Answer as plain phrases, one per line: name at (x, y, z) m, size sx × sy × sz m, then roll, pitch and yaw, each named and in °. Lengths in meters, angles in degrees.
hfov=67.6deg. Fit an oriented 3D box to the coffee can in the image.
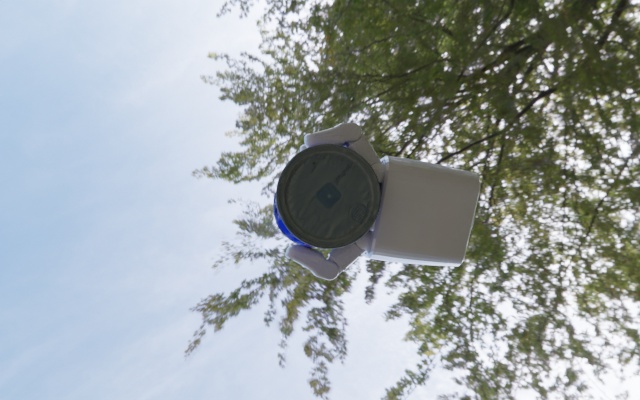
coffee can at (0.000, 0.002, 0.529) m, size 0.103 × 0.103 × 0.140 m, roll 0°, pitch -5°, yaw -7°
